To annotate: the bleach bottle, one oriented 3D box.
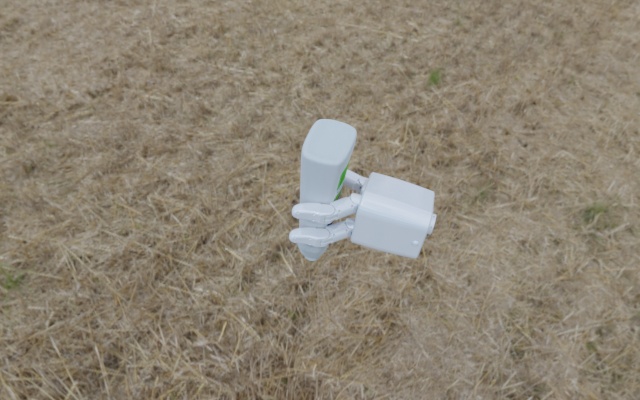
[{"bbox_3d":[0.000,0.002,0.754,0.068,0.251,0.102,16,46,8],"label":"bleach bottle"}]
